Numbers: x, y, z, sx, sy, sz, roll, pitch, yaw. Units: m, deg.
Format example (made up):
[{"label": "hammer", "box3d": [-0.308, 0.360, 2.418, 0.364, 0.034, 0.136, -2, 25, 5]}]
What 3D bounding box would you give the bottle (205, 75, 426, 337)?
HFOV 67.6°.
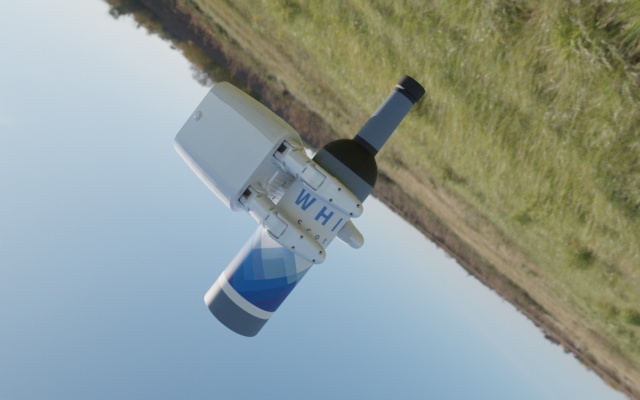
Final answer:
[{"label": "bottle", "box3d": [0.000, 0.002, 0.474, 0.069, 0.296, 0.069, 38, 5, -4]}]
